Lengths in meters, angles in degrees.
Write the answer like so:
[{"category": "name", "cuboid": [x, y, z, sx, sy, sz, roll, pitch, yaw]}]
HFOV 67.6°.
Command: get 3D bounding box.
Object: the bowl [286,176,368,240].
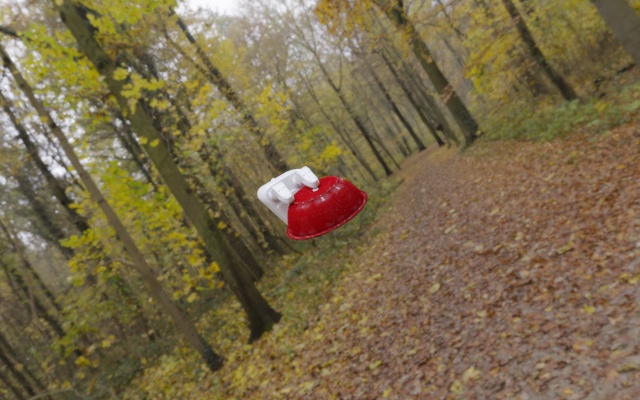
[{"category": "bowl", "cuboid": [0.001, 0.002, 0.852, 0.162, 0.055, 0.162, -24, 20, 9]}]
